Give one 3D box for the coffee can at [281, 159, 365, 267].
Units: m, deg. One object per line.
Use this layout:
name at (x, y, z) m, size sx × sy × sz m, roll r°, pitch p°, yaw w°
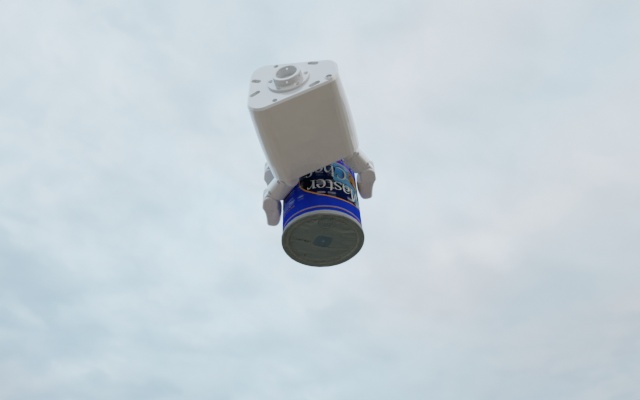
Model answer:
coffee can at (0.000, 0.002, 0.635) m, size 0.103 × 0.140 × 0.103 m, roll -2°, pitch -45°, yaw -2°
